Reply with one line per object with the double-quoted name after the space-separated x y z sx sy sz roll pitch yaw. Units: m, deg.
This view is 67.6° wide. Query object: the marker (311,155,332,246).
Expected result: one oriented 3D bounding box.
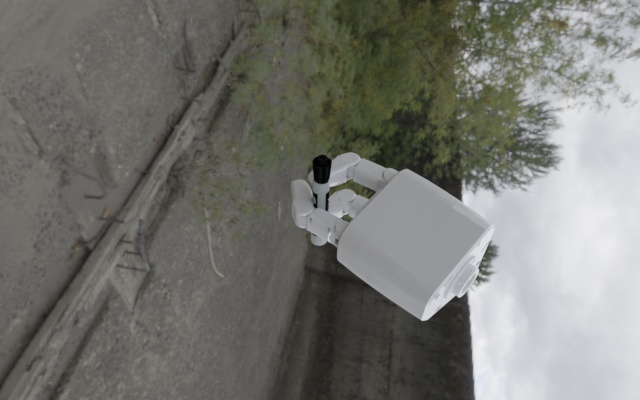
0.000 0.002 0.498 0.020 0.020 0.121 1 -45 -1 "marker"
